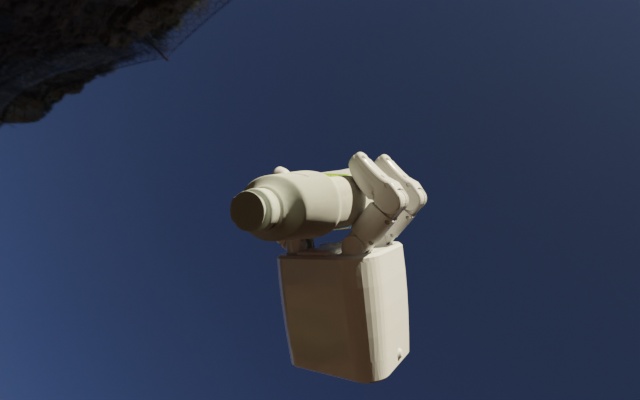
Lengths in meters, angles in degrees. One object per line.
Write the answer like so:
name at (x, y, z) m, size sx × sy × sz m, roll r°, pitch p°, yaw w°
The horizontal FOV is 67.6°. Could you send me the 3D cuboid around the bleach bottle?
bleach bottle at (0.000, 0.001, 0.439) m, size 0.102 × 0.068 × 0.251 m, roll -5°, pitch 1°, yaw 28°
